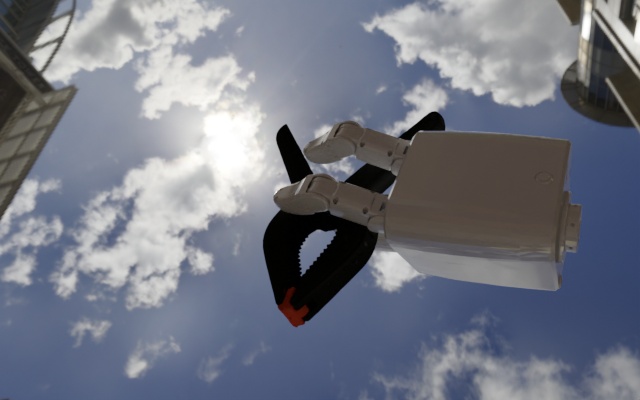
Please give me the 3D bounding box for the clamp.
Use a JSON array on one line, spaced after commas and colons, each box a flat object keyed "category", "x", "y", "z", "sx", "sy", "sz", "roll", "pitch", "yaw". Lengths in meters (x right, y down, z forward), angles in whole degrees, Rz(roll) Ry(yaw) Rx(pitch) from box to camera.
[{"category": "clamp", "x": 0.000, "y": 0.002, "z": 0.401, "sx": 0.164, "sy": 0.210, "sz": 0.036, "roll": 5, "pitch": -37, "yaw": 31}]
